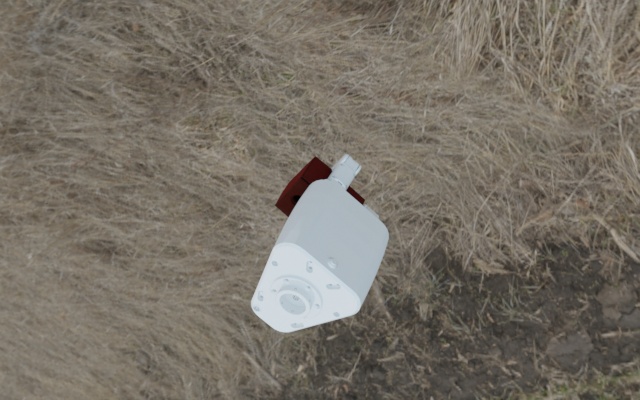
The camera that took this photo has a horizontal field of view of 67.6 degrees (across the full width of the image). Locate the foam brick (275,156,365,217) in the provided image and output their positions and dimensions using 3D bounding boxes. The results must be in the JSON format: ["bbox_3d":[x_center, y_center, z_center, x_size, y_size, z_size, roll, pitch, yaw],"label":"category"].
[{"bbox_3d":[0.000,0.002,0.525,0.053,0.078,0.051,-44,9,37],"label":"foam brick"}]
